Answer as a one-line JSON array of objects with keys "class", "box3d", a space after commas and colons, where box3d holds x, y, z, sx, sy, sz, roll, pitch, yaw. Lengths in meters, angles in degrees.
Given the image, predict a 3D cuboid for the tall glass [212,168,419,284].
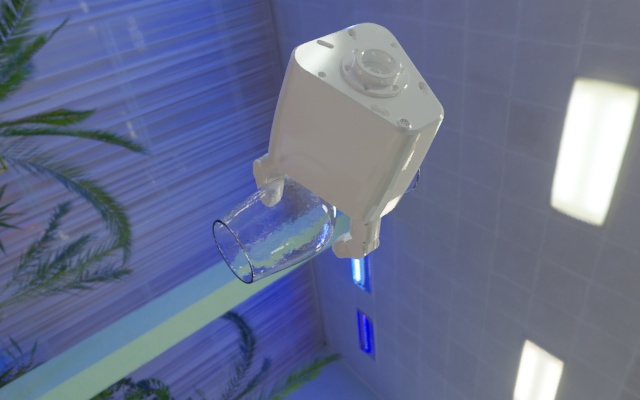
[{"class": "tall glass", "box3d": [0.001, 0.001, 0.454, 0.201, 0.079, 0.079, -30, 16, -29]}]
